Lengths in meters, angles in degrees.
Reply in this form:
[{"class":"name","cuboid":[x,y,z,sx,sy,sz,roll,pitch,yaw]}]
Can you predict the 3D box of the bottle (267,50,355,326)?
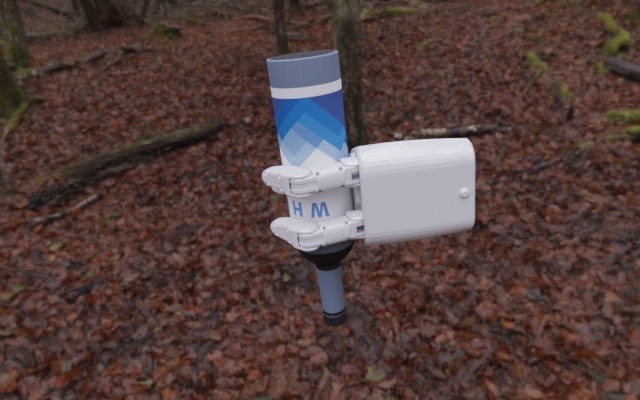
[{"class":"bottle","cuboid":[0.000,0.001,0.494,0.069,0.296,0.069,-6,22,2]}]
